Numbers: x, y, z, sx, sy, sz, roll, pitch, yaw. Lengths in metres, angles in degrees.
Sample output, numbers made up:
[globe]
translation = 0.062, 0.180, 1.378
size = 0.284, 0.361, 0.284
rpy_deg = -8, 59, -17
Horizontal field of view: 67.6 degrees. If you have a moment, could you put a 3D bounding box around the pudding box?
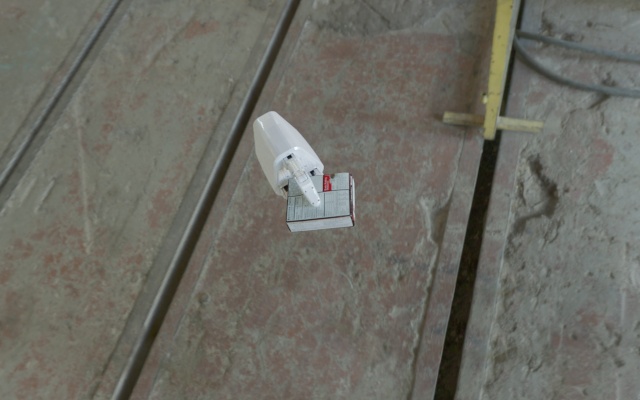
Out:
[pudding box]
translation = 0.000, 0.002, 0.799
size = 0.113, 0.090, 0.039
rpy_deg = -7, -32, 12
